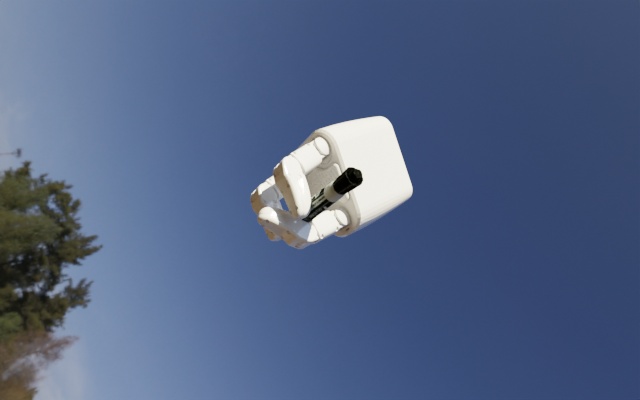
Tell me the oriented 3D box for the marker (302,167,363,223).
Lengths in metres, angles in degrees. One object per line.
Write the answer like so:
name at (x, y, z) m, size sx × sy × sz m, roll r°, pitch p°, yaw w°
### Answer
marker at (0.000, 0.002, 0.452) m, size 0.020 × 0.020 × 0.121 m, roll 0°, pitch -25°, yaw -36°
